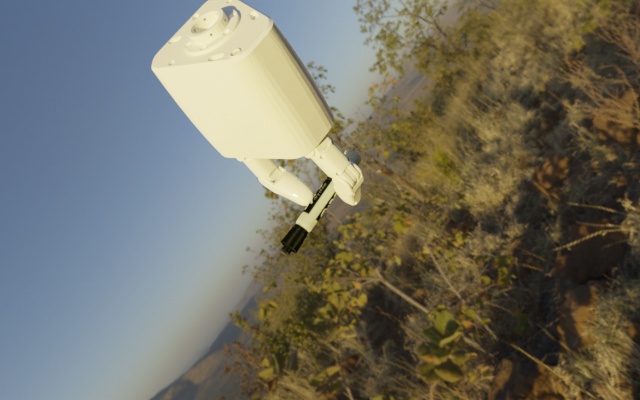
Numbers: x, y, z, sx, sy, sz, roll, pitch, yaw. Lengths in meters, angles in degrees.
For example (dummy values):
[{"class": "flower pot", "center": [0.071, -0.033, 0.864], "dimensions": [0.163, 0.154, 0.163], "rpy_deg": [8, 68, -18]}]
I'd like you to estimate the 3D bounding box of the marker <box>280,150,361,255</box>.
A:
[{"class": "marker", "center": [0.000, 0.002, 0.466], "dimensions": [0.020, 0.121, 0.020], "rpy_deg": [32, -16, 11]}]
